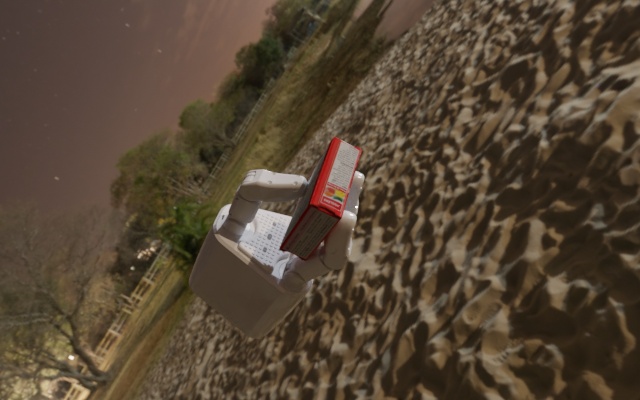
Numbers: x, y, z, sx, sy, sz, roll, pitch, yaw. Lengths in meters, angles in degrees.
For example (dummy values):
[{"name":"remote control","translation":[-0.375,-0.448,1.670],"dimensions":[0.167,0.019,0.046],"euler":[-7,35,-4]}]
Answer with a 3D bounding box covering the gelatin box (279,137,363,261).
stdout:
[{"name":"gelatin box","translation":[0.000,0.001,0.409],"dimensions":[0.030,0.073,0.089],"euler":[24,-35,-7]}]
